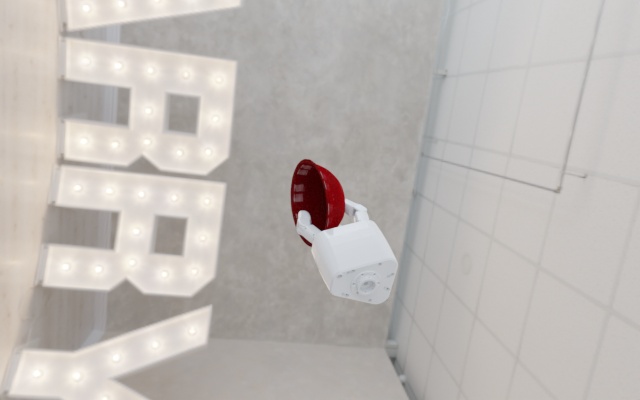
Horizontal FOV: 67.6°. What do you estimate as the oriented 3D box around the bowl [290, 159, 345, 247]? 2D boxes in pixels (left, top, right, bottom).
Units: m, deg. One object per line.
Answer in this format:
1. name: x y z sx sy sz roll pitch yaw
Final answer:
1. bowl: 0.000 0.002 0.881 0.055 0.162 0.162 -6 3 -26
